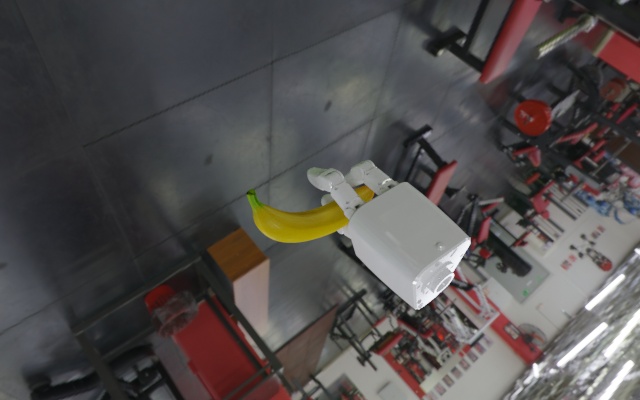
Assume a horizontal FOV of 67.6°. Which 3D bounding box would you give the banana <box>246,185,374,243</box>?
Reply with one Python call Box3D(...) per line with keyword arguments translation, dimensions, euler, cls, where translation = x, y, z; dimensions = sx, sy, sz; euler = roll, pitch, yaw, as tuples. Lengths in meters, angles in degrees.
Box3D(translation=(-0.008, 0.018, 0.604), dimensions=(0.198, 0.070, 0.037), euler=(-4, 34, -40), cls="banana")
